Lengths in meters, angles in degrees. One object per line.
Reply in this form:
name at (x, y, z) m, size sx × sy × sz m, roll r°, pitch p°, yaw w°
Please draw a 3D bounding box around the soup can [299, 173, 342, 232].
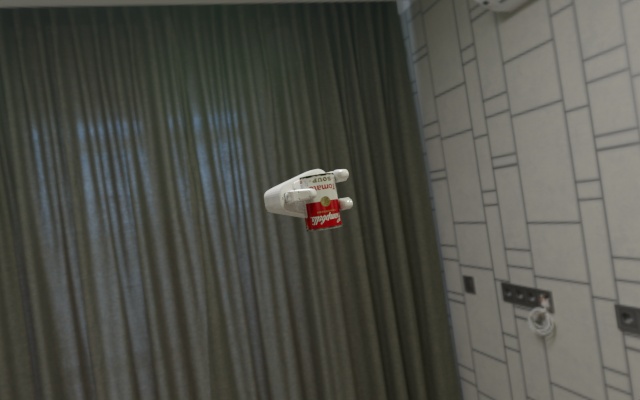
soup can at (0.000, 0.003, 0.893) m, size 0.068 × 0.102 × 0.068 m, roll -9°, pitch 0°, yaw 0°
